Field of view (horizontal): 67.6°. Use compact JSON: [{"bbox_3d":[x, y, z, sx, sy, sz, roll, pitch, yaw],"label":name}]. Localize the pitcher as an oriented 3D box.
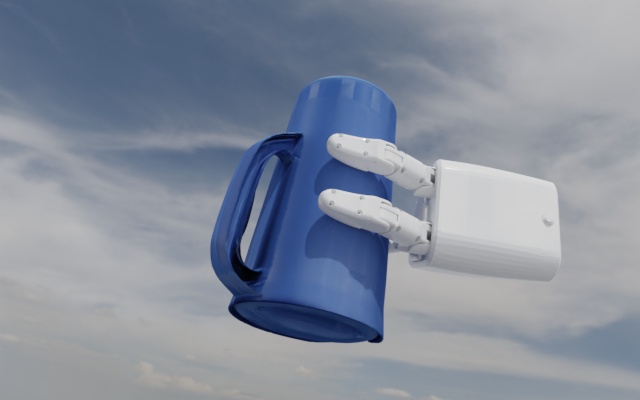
[{"bbox_3d":[0.000,0.002,0.446,0.145,0.242,0.149,9,-26,4],"label":"pitcher"}]
